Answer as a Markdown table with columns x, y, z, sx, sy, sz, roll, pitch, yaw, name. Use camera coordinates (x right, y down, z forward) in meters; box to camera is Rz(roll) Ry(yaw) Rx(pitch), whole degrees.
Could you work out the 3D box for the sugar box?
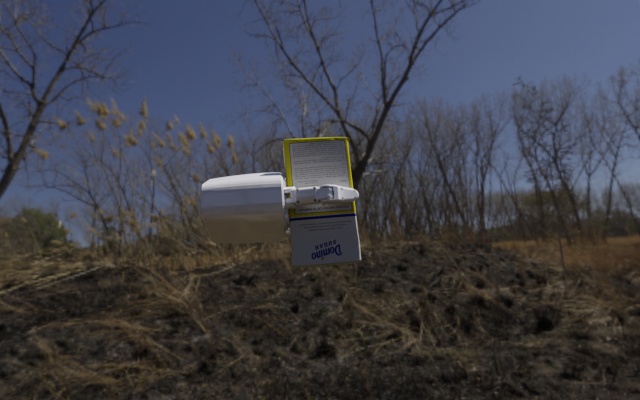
| x | y | z | sx | sy | sz | roll | pitch | yaw | name |
| --- | --- | --- | --- | --- | --- | --- | --- | --- | --- |
| 0.000 | 0.002 | 0.662 | 0.093 | 0.176 | 0.048 | -3 | -9 | -5 | sugar box |
